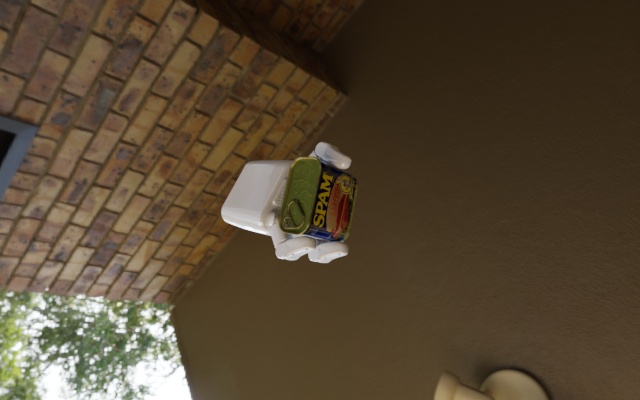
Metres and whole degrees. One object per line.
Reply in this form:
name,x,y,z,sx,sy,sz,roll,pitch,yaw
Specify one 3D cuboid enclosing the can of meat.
can of meat,0.000,0.002,0.636,0.057,0.102,0.084,5,-10,45
